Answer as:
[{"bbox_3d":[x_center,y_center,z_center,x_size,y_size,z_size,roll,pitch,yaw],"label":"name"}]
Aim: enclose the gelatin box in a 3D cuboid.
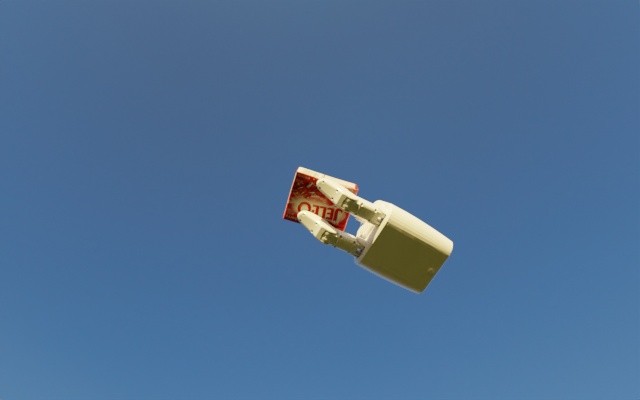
[{"bbox_3d":[0.000,0.002,0.671,0.089,0.073,0.030,17,18,0],"label":"gelatin box"}]
